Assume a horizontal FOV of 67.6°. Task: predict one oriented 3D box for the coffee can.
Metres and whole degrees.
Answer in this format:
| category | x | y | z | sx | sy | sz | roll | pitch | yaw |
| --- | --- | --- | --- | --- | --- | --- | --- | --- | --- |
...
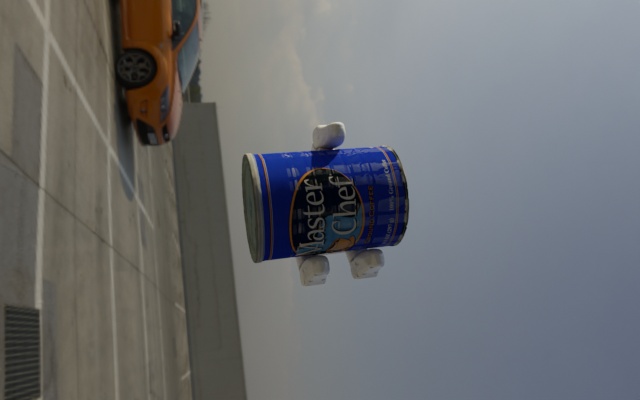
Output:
| category | x | y | z | sx | sy | sz | roll | pitch | yaw |
| --- | --- | --- | --- | --- | --- | --- | --- | --- | --- |
| coffee can | 0.000 | 0.001 | 0.463 | 0.140 | 0.103 | 0.103 | -5 | 1 | -14 |
